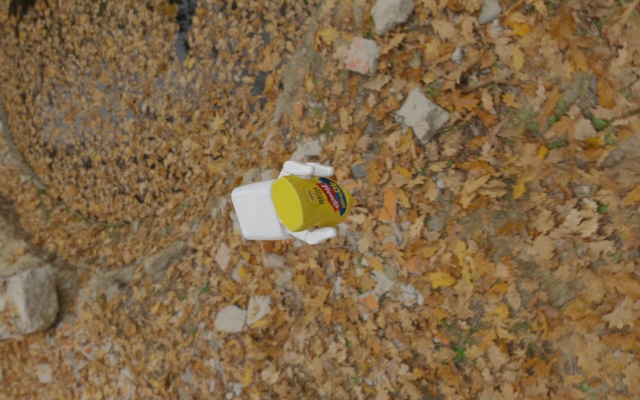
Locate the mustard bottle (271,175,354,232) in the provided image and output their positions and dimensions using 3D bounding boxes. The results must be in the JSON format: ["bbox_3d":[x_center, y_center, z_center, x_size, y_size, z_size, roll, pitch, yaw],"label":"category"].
[{"bbox_3d":[0.000,0.003,0.862,0.058,0.096,0.191,-36,-19,32],"label":"mustard bottle"}]
